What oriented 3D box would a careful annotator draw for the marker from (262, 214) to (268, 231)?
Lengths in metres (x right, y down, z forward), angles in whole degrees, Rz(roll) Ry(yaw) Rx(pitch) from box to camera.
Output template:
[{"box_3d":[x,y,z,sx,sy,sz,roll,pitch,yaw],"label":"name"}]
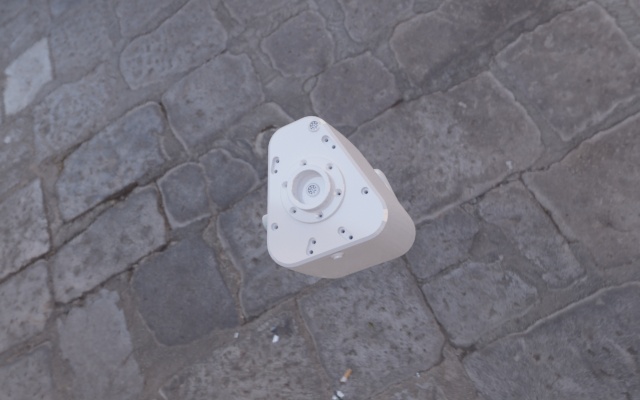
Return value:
[{"box_3d":[0.000,0.002,0.463,0.121,0.020,0.020,-23,-6,14],"label":"marker"}]
